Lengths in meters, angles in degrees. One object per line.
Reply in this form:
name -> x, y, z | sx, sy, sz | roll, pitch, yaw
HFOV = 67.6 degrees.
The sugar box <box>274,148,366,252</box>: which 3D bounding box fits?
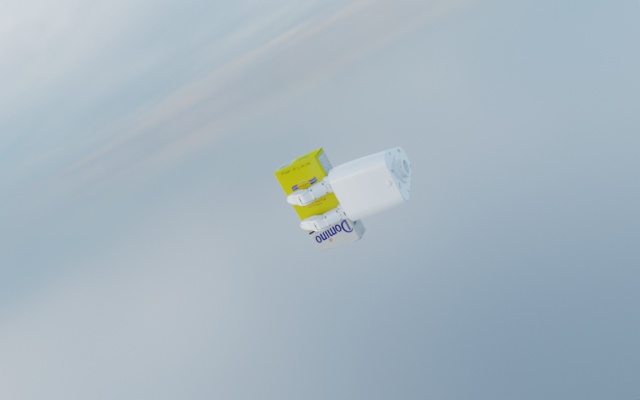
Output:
sugar box -> 0.000, 0.003, 0.857 | 0.093, 0.176, 0.048 | -20, 18, 30
